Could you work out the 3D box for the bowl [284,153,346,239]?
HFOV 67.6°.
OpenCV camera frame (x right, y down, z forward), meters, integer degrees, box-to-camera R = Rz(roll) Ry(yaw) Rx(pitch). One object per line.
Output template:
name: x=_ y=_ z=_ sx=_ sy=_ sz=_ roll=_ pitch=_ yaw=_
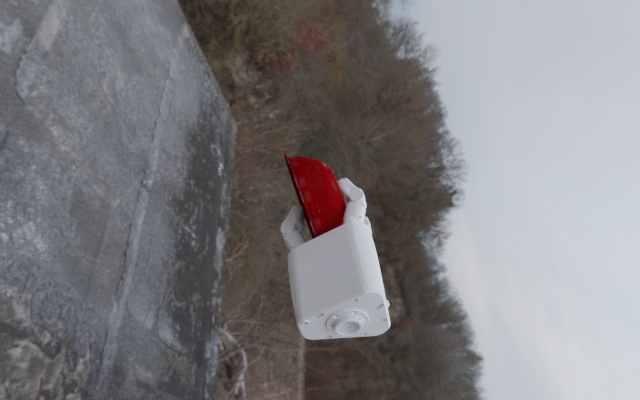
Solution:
bowl: x=0.000 y=0.001 z=0.671 sx=0.055 sy=0.162 sz=0.162 roll=-20 pitch=1 yaw=-4
